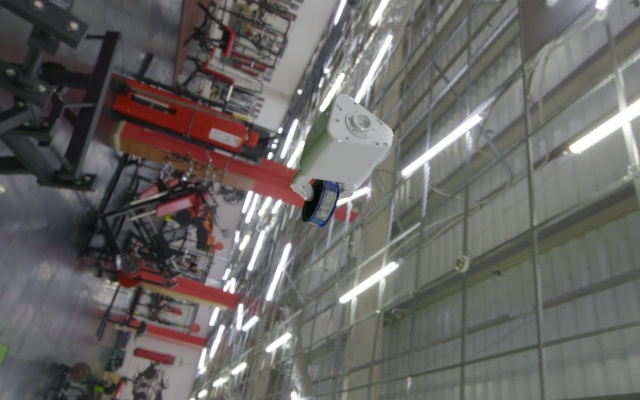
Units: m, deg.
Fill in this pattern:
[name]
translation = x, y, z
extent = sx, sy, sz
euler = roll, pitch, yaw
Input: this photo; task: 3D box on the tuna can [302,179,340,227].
[tuna can]
translation = 0.001, 0.003, 0.843
extent = 0.034, 0.086, 0.086
euler = 22, -7, -17
